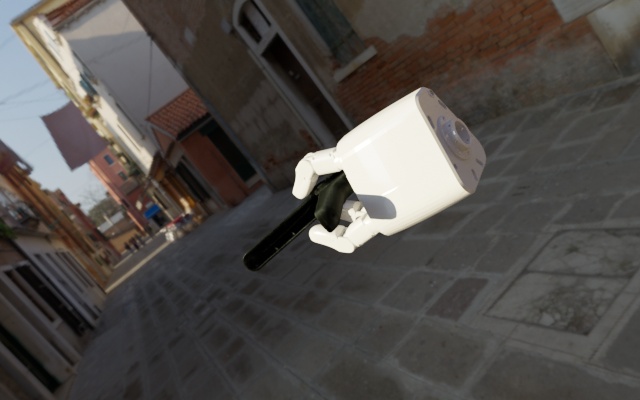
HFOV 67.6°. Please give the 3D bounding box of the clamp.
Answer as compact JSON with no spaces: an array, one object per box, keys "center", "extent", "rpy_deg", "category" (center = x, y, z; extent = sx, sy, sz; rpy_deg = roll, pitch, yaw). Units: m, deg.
[{"center":[0.000,0.001,0.569],"extent":[0.164,0.036,0.210],"rpy_deg":[-32,11,40],"category":"clamp"}]
